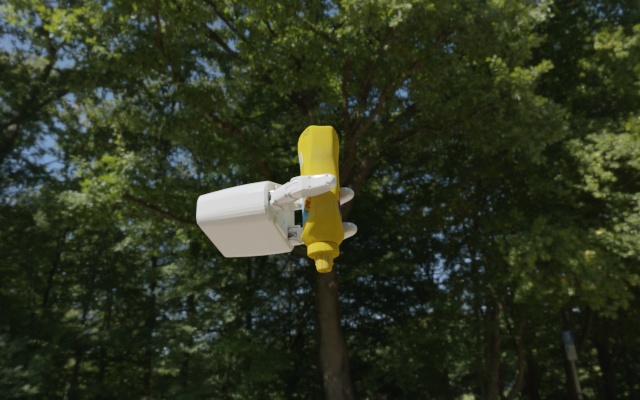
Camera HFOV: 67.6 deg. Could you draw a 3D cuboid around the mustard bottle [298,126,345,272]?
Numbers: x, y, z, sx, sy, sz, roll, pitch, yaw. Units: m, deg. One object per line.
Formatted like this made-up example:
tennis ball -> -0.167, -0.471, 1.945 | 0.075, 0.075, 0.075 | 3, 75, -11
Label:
mustard bottle -> 0.000, 0.002, 0.647 | 0.058, 0.191, 0.096 | 1, -23, -8
